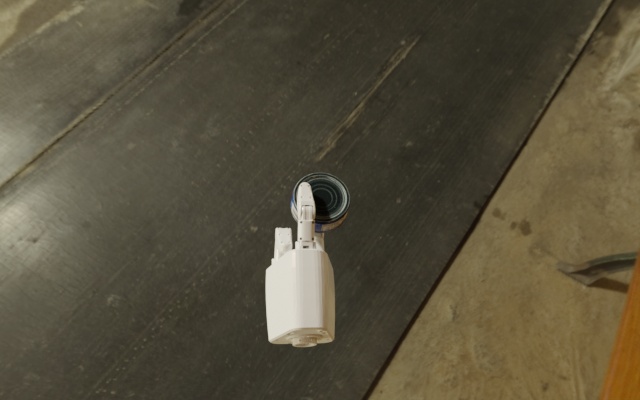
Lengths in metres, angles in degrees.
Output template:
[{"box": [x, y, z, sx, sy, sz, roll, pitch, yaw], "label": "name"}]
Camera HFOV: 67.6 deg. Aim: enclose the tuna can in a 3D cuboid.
[{"box": [0.000, 0.002, 0.699, 0.086, 0.086, 0.034, 0, -29, -7], "label": "tuna can"}]
